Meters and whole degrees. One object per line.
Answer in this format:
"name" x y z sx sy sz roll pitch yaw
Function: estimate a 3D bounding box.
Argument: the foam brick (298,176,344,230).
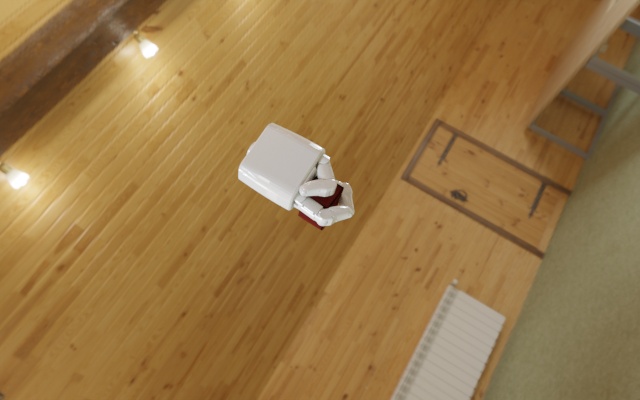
"foam brick" 0.000 0.003 0.819 0.051 0.053 0.078 29 -34 8
